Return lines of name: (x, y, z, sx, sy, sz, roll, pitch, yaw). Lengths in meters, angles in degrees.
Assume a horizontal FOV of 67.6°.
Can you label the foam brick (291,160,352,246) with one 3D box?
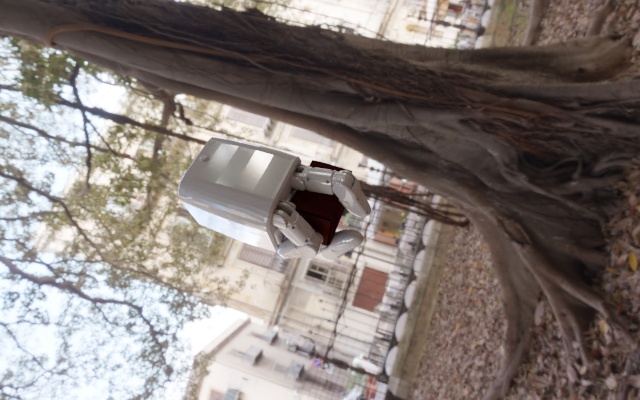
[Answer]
foam brick: (0.000, 0.002, 0.546, 0.051, 0.078, 0.053, 17, -38, 10)
